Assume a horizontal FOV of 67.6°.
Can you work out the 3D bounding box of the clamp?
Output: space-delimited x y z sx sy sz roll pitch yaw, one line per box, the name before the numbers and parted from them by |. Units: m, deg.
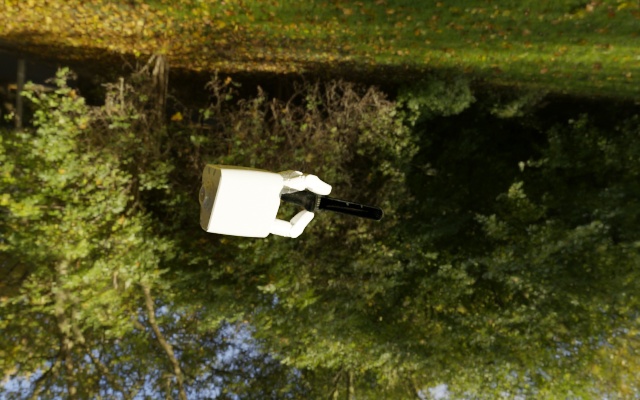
clamp | -0.001 0.004 0.867 0.164 0.036 0.210 10 3 -32
